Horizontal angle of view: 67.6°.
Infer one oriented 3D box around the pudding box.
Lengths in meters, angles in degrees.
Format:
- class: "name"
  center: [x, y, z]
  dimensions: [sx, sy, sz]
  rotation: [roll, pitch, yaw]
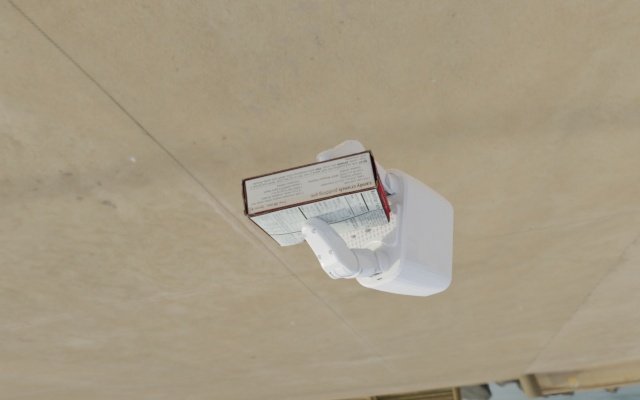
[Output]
- class: "pudding box"
  center: [0.000, 0.002, 0.417]
  dimensions: [0.113, 0.039, 0.090]
  rotation: [-14, -24, 9]
